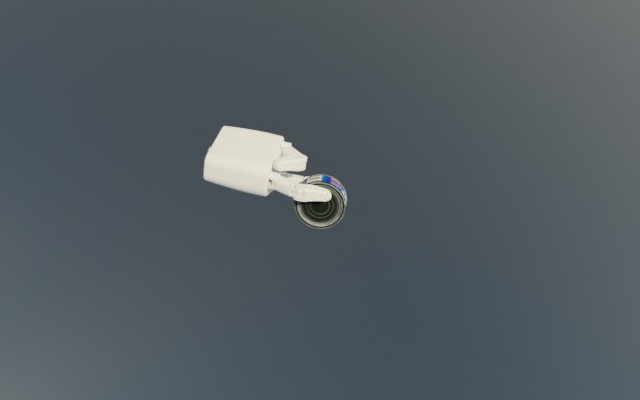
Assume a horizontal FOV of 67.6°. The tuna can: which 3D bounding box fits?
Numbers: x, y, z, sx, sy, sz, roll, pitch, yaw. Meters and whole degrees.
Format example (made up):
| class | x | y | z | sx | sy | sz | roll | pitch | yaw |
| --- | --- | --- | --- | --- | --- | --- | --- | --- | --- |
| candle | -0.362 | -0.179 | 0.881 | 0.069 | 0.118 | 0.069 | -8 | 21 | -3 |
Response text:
| class | x | y | z | sx | sy | sz | roll | pitch | yaw |
| --- | --- | --- | --- | --- | --- | --- | --- | --- | --- |
| tuna can | 0.000 | 0.003 | 0.782 | 0.086 | 0.086 | 0.033 | 0 | 24 | 5 |
